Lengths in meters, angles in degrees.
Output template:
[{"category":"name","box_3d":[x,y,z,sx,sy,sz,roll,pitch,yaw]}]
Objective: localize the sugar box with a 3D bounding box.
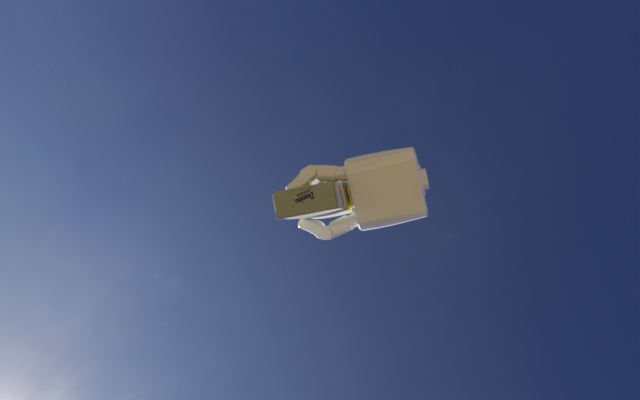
[{"category":"sugar box","box_3d":[0.000,0.002,0.742,0.093,0.048,0.176,-11,-7,14]}]
